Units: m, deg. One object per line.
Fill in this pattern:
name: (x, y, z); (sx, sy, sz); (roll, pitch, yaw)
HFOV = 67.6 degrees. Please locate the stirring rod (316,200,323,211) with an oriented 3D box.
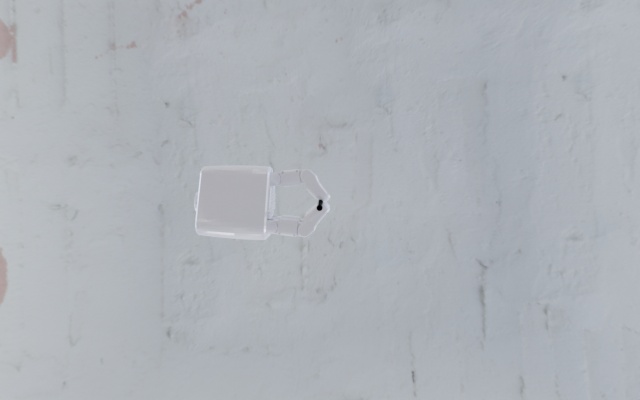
stirring rod: (0.000, 0.002, 0.733); (0.011, 0.011, 0.239); (0, 3, 1)
